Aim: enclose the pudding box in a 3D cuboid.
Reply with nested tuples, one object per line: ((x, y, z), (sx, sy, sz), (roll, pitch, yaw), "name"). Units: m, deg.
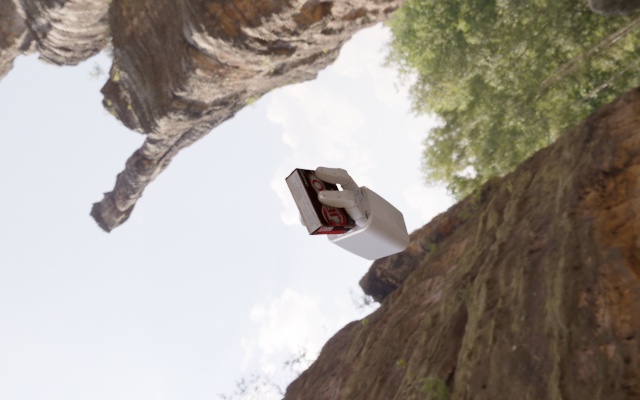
((0.000, 0.003, 0.795), (0.039, 0.113, 0.090), (-41, -26, 31), "pudding box")
